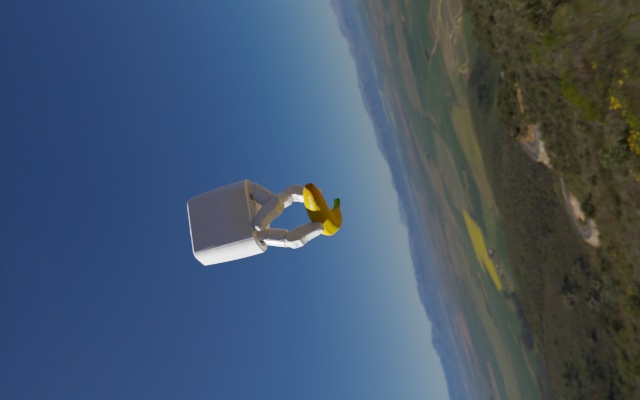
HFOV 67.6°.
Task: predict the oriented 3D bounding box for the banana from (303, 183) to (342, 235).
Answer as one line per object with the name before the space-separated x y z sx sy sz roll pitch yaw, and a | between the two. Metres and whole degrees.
banana | 0.005 0.021 0.772 0.037 0.069 0.198 -15 -10 10
